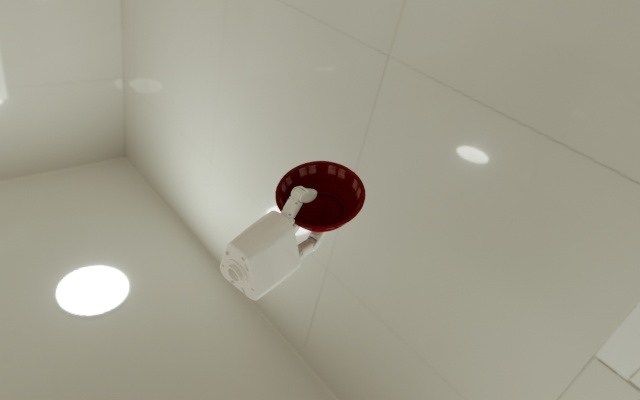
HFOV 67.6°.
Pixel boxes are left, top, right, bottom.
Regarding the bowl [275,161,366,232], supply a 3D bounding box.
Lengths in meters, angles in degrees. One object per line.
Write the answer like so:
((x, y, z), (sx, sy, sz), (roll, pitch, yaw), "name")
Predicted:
((0.001, 0.003, 0.874), (0.162, 0.162, 0.055), (0, -39, 2), "bowl")
